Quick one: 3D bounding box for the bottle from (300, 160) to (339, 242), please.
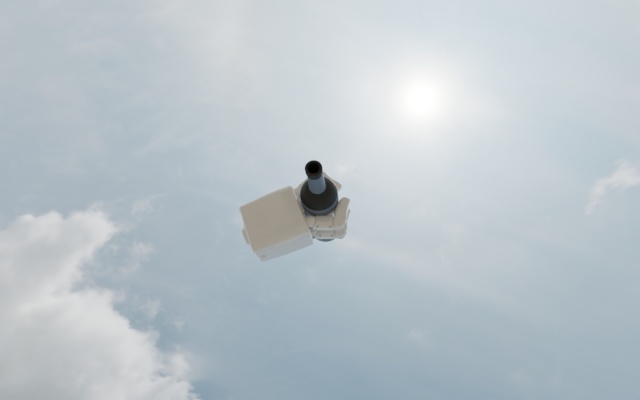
[{"bbox_3d":[0.000,0.003,0.865,0.069,0.069,0.296,0,-21,4],"label":"bottle"}]
